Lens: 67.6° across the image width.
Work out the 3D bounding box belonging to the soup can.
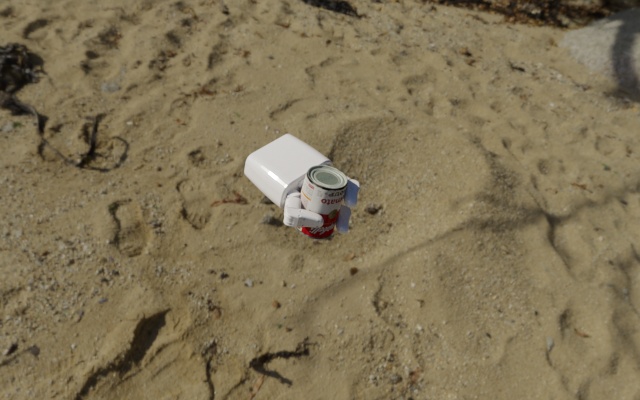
[{"bbox_3d":[0.000,0.003,0.768,0.068,0.102,0.068,11,35,-7],"label":"soup can"}]
